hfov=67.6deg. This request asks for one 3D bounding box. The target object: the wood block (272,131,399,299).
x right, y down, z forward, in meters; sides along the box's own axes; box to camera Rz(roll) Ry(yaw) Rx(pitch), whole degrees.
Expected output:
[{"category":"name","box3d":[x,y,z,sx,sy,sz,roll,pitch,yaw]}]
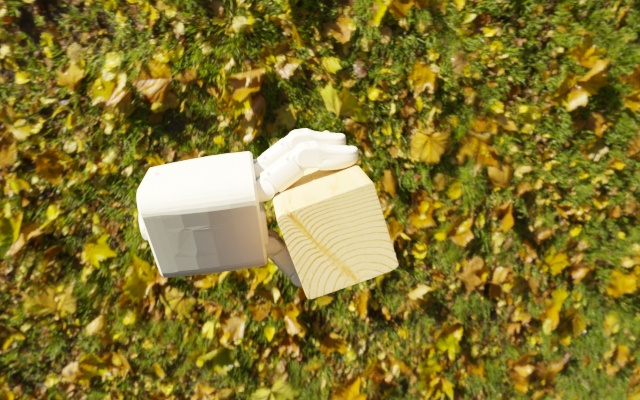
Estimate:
[{"category":"wood block","box3d":[0.000,0.002,0.508,0.090,0.091,0.206,-20,23,-2]}]
